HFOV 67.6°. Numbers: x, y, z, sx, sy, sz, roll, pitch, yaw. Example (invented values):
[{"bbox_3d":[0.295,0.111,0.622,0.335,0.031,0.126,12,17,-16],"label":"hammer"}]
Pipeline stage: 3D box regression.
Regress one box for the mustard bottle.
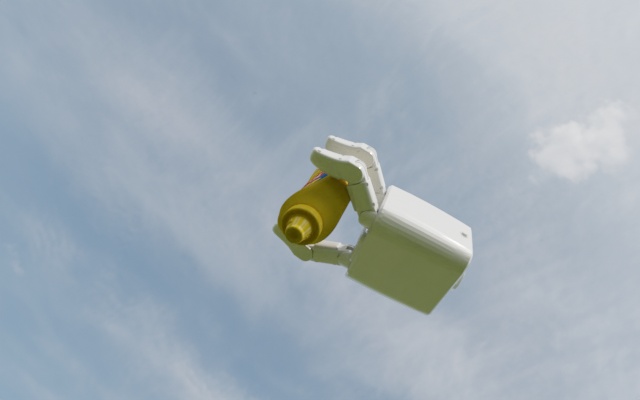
[{"bbox_3d":[0.000,0.001,0.539,0.096,0.058,0.191,-38,6,25],"label":"mustard bottle"}]
